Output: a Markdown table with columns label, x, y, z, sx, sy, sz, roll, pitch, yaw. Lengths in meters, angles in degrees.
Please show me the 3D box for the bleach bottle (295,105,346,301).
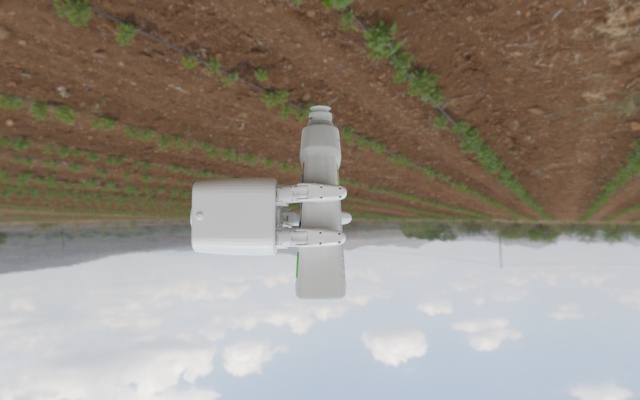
| label | x | y | z | sx | sy | sz | roll | pitch | yaw |
| --- | --- | --- | --- | --- | --- | --- | --- | --- | --- |
| bleach bottle | 0.000 | 0.002 | 0.639 | 0.068 | 0.251 | 0.102 | 0 | -4 | -1 |
